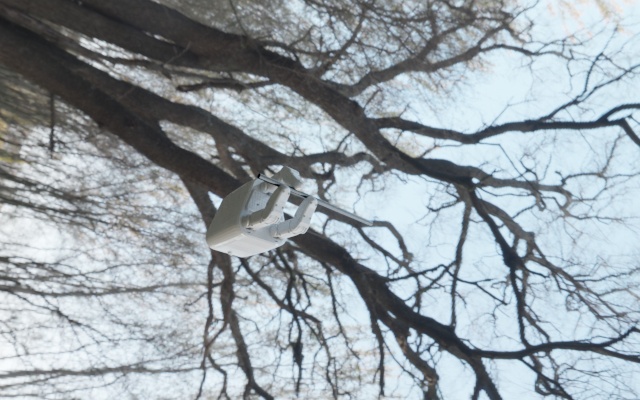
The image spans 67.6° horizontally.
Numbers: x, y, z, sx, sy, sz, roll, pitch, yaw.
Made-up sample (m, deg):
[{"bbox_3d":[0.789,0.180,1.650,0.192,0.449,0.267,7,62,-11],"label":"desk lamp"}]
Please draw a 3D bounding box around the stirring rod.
[{"bbox_3d":[0.000,0.002,0.756,0.239,0.011,0.011,23,-15,-37],"label":"stirring rod"}]
